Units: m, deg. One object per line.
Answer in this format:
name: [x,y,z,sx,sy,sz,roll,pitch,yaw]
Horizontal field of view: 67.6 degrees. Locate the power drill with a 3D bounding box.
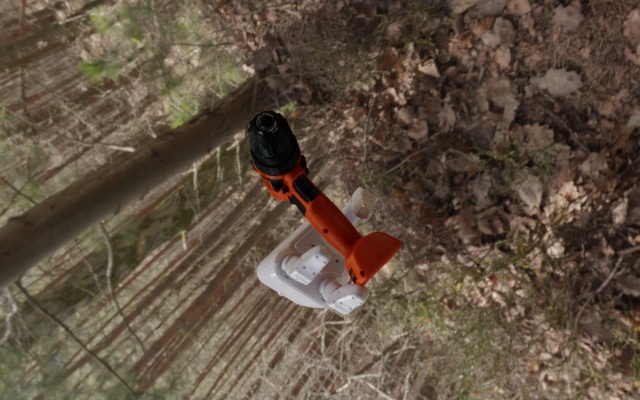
power drill: [0.000,0.002,0.505,0.057,0.187,0.184,-41,-13,-8]
